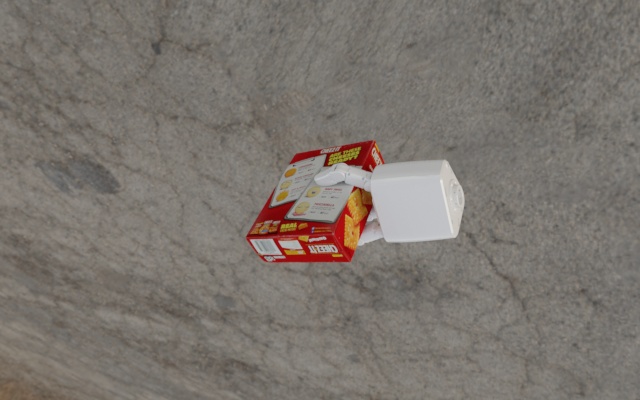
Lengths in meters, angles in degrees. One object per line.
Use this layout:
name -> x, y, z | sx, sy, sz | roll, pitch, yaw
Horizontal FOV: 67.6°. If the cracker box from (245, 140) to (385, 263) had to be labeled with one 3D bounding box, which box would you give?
cracker box -> 0.000, 0.003, 0.777 | 0.164, 0.072, 0.213 | -6, 40, 32
